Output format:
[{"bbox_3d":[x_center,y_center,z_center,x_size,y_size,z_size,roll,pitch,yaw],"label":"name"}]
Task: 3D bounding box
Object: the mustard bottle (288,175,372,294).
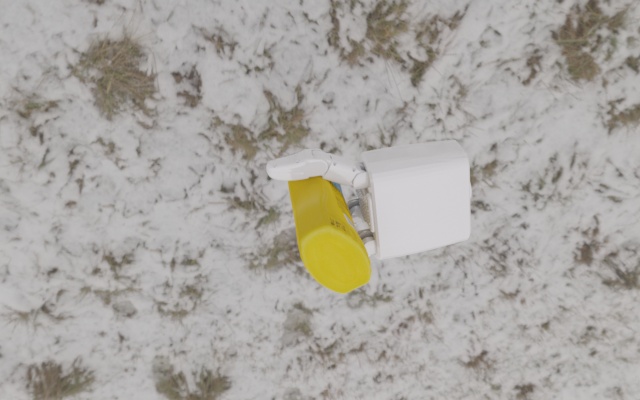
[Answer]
[{"bbox_3d":[0.000,0.002,0.517,0.058,0.096,0.191,-29,38,11],"label":"mustard bottle"}]
